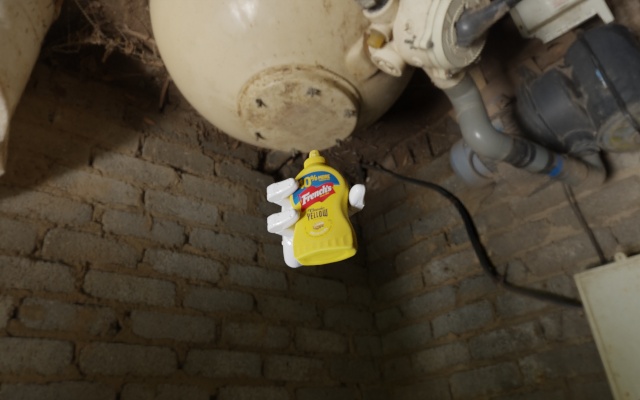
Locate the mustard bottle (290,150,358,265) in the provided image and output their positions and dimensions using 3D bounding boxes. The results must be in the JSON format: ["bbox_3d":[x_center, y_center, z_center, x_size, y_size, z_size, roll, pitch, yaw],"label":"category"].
[{"bbox_3d":[0.000,0.003,0.762,0.096,0.191,0.058,-14,-30,14],"label":"mustard bottle"}]
